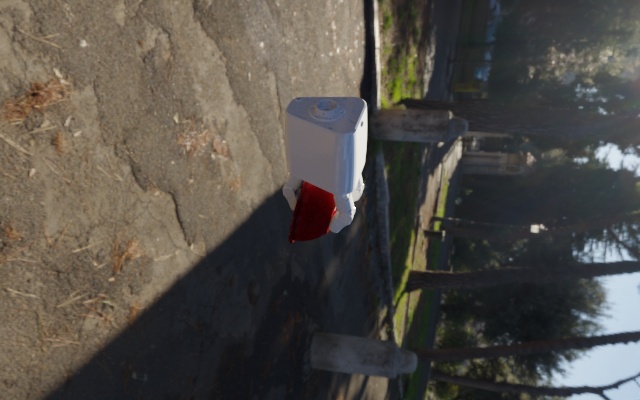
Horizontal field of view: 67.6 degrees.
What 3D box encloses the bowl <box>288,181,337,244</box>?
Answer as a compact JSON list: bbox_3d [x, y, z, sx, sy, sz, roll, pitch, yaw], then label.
[{"bbox_3d":[0.000,0.003,0.784,0.055,0.162,0.162,19,2,5],"label":"bowl"}]
